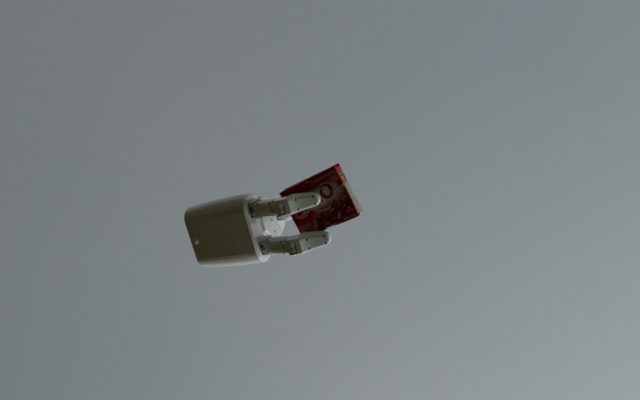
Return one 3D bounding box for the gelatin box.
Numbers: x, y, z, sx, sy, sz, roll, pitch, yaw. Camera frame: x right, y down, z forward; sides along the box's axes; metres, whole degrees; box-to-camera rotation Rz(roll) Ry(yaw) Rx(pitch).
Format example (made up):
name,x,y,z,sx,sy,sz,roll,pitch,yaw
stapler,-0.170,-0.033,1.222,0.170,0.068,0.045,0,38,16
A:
name,x,y,z,sx,sy,sz,roll,pitch,yaw
gelatin box,0.001,0.002,0.638,0.089,0.073,0.030,-24,7,20
